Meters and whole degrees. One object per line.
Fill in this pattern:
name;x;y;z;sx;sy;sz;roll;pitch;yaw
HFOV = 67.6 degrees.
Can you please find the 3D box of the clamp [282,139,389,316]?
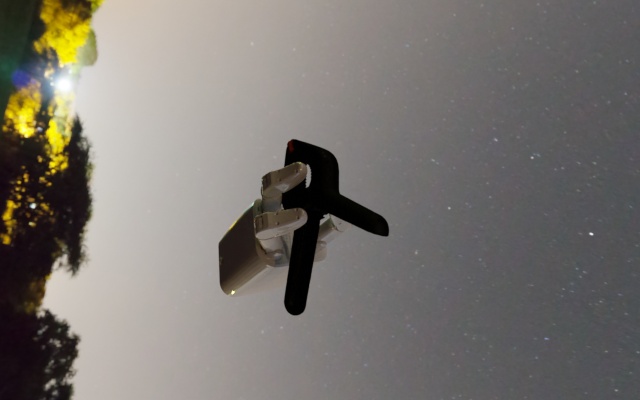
clamp;0.001;0.002;0.538;0.036;0.209;0.165;17;-42;-35
